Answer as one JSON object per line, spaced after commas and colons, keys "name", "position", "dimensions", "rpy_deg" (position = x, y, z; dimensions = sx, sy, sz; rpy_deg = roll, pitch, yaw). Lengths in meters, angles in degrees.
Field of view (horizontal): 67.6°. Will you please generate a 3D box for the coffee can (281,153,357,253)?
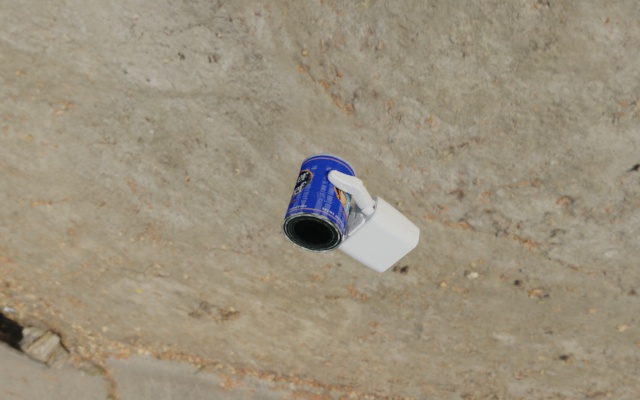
{"name": "coffee can", "position": [0.000, 0.002, 0.815], "dimensions": [0.103, 0.140, 0.103], "rpy_deg": [9, -40, 8]}
